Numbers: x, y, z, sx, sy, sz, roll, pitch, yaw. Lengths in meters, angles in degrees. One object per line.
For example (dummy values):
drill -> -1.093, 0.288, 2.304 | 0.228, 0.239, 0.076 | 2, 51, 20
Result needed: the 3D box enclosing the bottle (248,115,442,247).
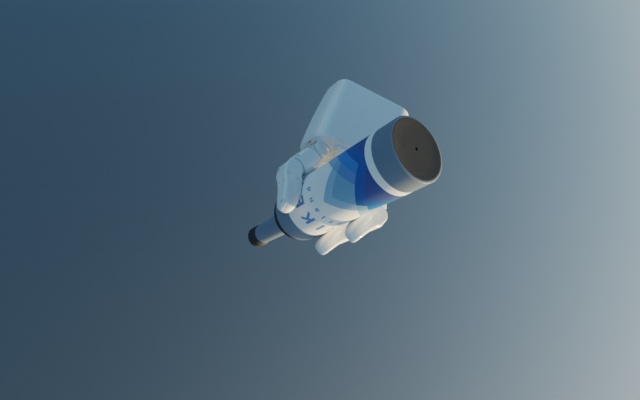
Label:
bottle -> 0.000, 0.002, 0.534 | 0.069, 0.069, 0.296 | 0, -19, -38
